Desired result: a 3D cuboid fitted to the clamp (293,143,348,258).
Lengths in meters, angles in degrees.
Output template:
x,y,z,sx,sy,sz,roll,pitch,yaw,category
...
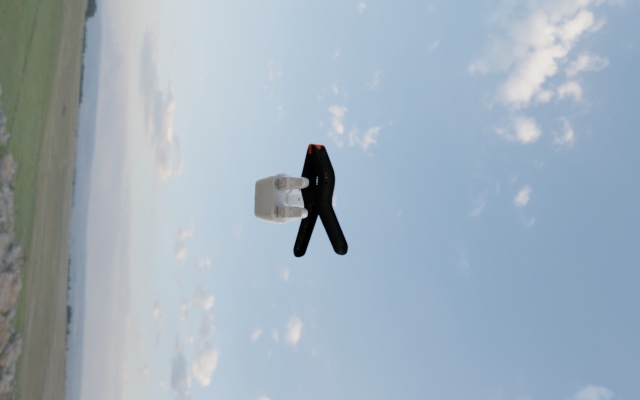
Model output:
x,y,z,sx,sy,sz,roll,pitch,yaw,category
0.001,0.002,0.844,0.036,0.210,0.164,3,-2,-31,clamp
